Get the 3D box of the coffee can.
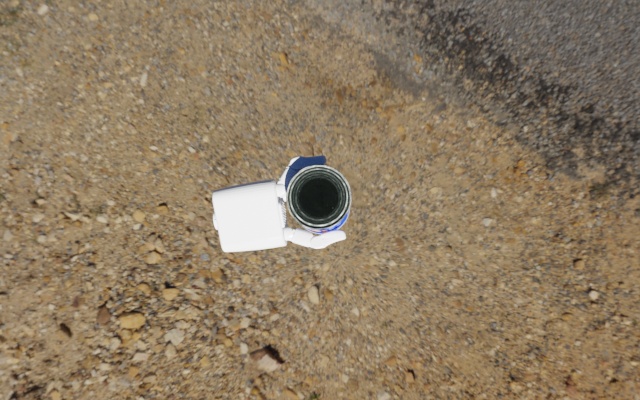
[{"bbox_3d":[0.000,0.003,0.808,0.103,0.103,0.140,0,-7,2],"label":"coffee can"}]
